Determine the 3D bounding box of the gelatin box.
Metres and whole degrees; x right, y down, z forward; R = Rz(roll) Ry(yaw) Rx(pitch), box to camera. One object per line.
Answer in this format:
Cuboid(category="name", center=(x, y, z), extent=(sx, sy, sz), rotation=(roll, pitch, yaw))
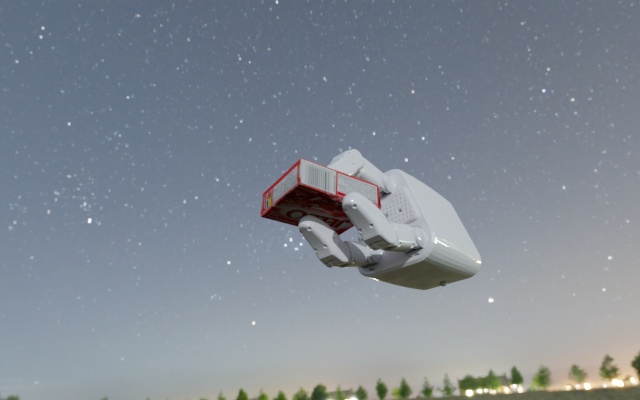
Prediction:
Cuboid(category="gelatin box", center=(0.000, 0.001, 0.447), extent=(0.089, 0.030, 0.073), rotation=(18, -33, -28))
